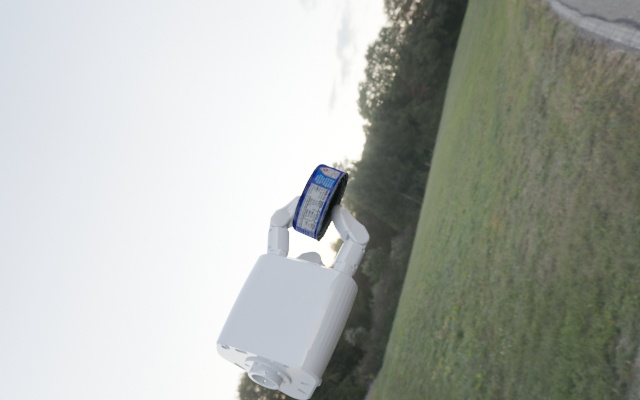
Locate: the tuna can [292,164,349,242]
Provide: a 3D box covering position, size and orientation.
[{"bbox_3d":[0.000,0.002,0.546,0.034,0.086,0.086,23,4,9],"label":"tuna can"}]
